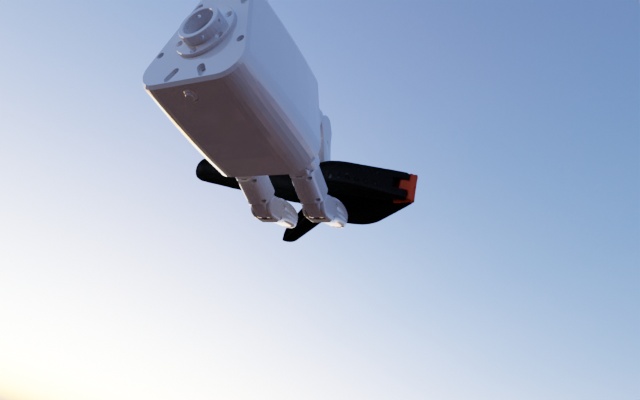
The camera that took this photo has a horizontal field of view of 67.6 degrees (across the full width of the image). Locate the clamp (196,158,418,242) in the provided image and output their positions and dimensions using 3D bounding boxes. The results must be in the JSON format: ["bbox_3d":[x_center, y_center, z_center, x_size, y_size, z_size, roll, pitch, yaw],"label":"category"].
[{"bbox_3d":[0.001,0.001,0.486,0.210,0.036,0.165,-2,-29,28],"label":"clamp"}]
